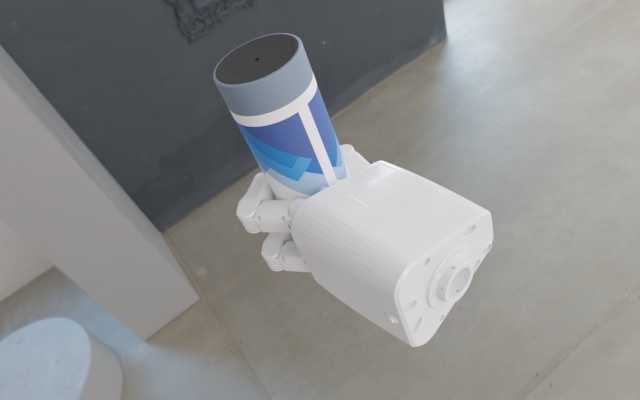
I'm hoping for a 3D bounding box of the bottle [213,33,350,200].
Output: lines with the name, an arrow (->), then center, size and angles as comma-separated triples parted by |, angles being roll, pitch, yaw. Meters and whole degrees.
bottle -> 0.000, 0.001, 0.429 | 0.069, 0.069, 0.296 | 0, -43, 24
